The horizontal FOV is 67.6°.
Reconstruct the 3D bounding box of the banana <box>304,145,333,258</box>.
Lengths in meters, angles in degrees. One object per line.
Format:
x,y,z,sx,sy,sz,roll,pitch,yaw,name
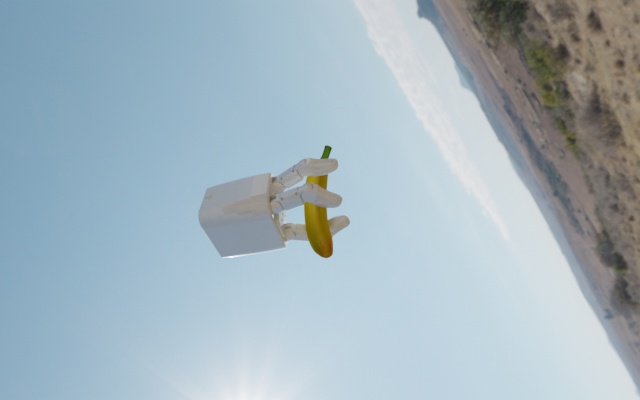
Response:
-0.004,0.010,0.720,0.037,0.197,0.070,6,-35,-11,banana
